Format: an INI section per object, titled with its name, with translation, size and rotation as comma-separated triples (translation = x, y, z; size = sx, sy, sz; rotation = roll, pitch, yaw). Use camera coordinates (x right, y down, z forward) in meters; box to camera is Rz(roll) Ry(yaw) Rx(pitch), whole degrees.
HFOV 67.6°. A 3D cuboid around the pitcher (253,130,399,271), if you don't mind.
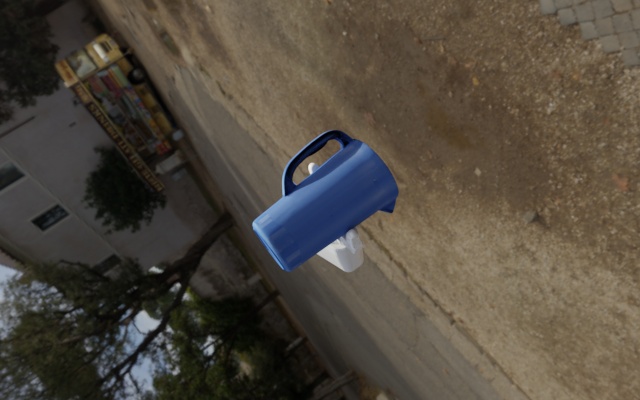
[pitcher]
translation = 0.000, 0.003, 0.834
size = 0.243, 0.149, 0.145
rotation = -37, -34, -11
